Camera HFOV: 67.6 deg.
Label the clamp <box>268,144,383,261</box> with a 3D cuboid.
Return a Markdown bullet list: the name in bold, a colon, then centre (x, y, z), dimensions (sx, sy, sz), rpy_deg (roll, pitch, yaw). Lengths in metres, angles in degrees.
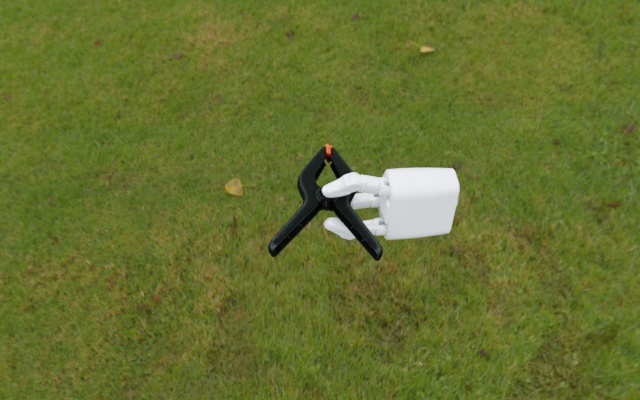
- **clamp**: centre (0.000, 0.001, 0.735), dimensions (0.164, 0.209, 0.036), rpy_deg (-3, -34, -5)
